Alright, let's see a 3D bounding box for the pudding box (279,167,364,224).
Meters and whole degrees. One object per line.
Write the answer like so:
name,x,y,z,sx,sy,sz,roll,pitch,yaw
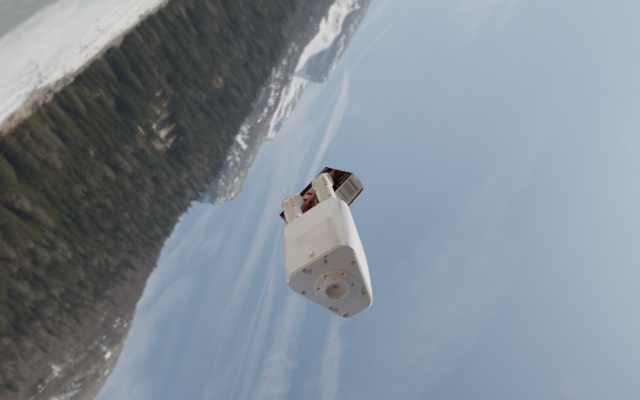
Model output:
pudding box,0.000,0.003,0.728,0.113,0.039,0.090,-45,26,-12
